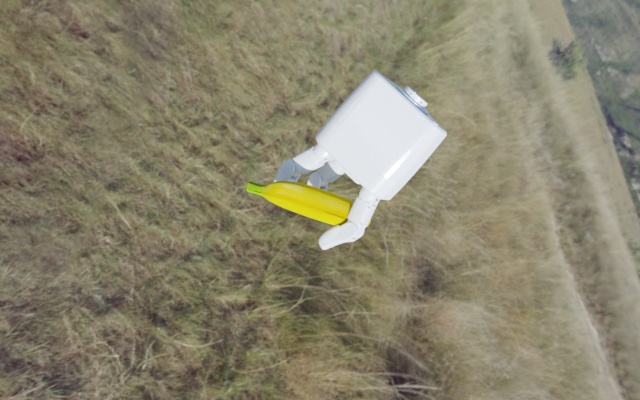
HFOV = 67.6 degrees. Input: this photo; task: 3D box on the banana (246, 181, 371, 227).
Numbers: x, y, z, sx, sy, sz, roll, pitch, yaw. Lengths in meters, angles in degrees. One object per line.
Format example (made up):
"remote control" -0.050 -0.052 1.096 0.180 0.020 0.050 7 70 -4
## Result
"banana" 0.008 0.007 0.598 0.198 0.037 0.069 20 6 -37
